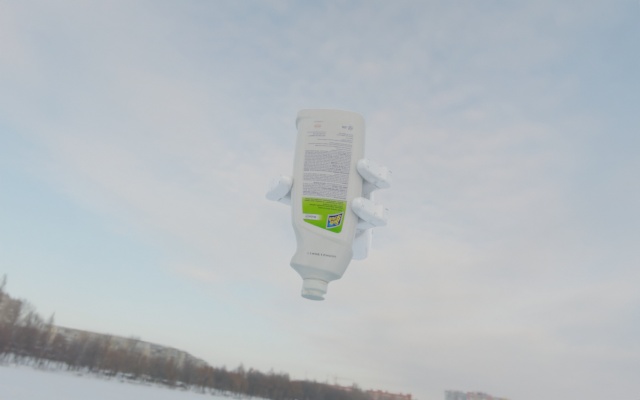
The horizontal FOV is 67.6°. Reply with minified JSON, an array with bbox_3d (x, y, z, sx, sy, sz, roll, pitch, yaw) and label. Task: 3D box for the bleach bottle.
[{"bbox_3d":[0.000,0.002,0.621,0.102,0.250,0.068,4,-24,11],"label":"bleach bottle"}]
